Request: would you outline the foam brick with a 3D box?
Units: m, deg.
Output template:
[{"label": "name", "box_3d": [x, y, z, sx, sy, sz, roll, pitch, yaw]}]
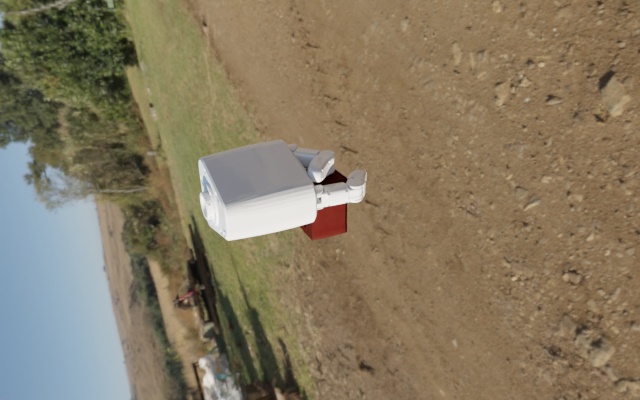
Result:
[{"label": "foam brick", "box_3d": [0.000, 0.002, 0.604, 0.051, 0.078, 0.053, -14, 31, -24]}]
